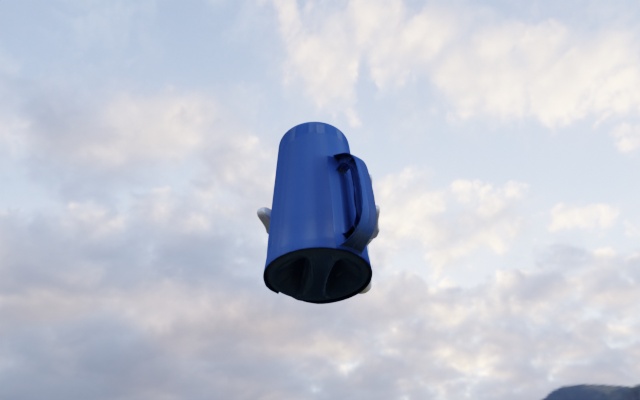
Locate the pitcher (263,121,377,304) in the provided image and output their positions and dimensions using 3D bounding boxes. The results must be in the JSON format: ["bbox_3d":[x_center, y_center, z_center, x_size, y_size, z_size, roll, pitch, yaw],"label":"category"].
[{"bbox_3d":[0.000,0.002,0.647,0.149,0.242,0.145,-9,-40,8],"label":"pitcher"}]
